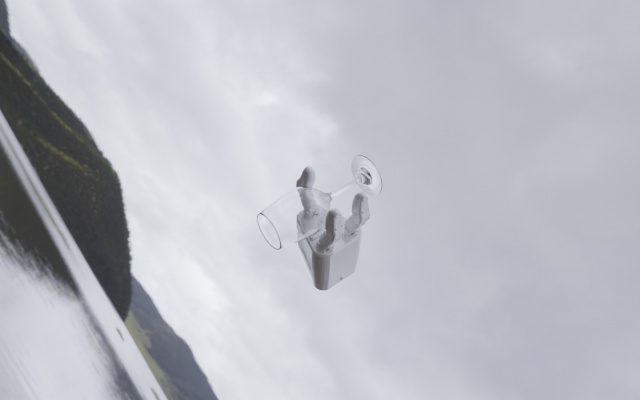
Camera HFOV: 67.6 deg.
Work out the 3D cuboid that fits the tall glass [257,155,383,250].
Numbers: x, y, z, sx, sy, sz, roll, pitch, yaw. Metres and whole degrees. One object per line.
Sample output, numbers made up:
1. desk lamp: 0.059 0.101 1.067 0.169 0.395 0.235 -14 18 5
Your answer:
1. tall glass: 0.001 0.002 0.750 0.201 0.079 0.079 -29 14 -27
